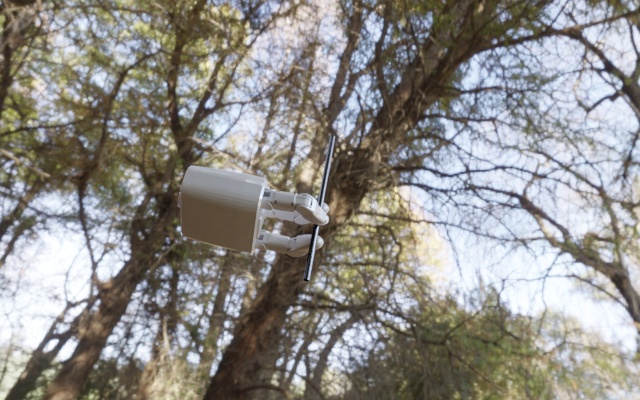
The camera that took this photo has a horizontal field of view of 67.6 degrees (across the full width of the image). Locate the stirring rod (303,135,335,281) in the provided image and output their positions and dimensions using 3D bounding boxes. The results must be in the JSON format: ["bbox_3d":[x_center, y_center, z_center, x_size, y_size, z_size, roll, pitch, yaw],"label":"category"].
[{"bbox_3d":[0.000,0.002,0.681,0.011,0.239,0.011,8,-31,5],"label":"stirring rod"}]
